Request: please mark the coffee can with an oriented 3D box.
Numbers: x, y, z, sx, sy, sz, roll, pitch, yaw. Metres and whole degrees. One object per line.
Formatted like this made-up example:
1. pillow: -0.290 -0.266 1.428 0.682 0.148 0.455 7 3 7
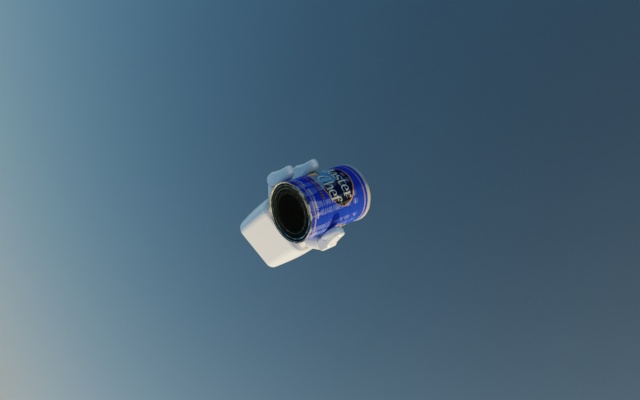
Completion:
1. coffee can: 0.000 0.003 0.802 0.140 0.103 0.103 -19 12 -41
